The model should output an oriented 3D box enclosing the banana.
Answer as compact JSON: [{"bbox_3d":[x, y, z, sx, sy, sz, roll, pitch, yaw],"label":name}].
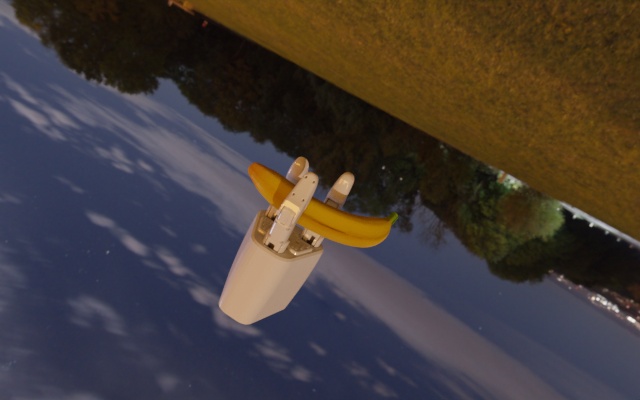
[{"bbox_3d":[0.004,0.013,0.563,0.198,0.037,0.069,21,30,-14],"label":"banana"}]
